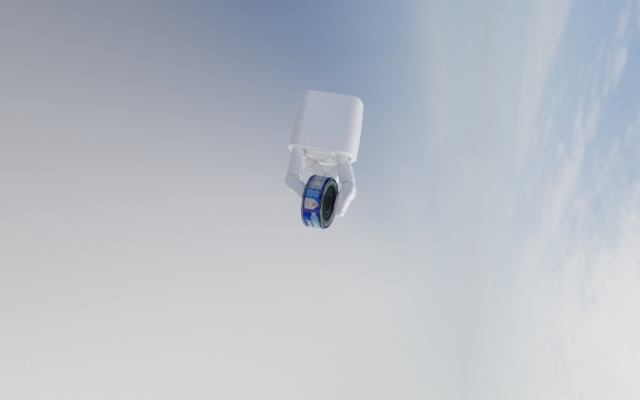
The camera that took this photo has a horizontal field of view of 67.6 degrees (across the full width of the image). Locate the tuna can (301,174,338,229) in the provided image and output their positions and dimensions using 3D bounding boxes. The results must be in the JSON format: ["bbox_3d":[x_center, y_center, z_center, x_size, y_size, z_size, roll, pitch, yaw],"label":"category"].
[{"bbox_3d":[0.001,0.003,0.771,0.034,0.086,0.086,9,3,19],"label":"tuna can"}]
